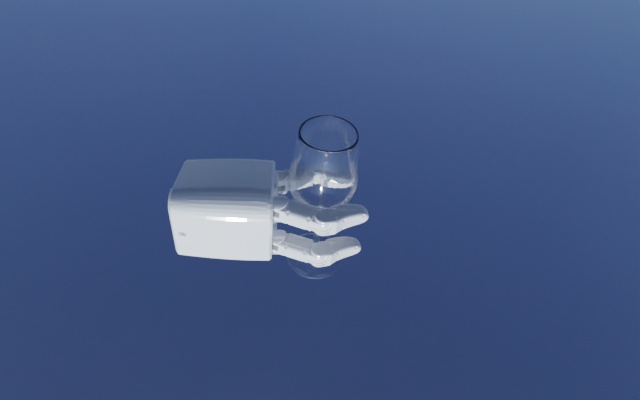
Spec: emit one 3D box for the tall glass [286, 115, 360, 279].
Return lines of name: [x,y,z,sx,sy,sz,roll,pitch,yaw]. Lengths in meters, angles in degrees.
tall glass: [0.000,0.002,0.551,0.079,0.079,0.201,4,-45,-4]
